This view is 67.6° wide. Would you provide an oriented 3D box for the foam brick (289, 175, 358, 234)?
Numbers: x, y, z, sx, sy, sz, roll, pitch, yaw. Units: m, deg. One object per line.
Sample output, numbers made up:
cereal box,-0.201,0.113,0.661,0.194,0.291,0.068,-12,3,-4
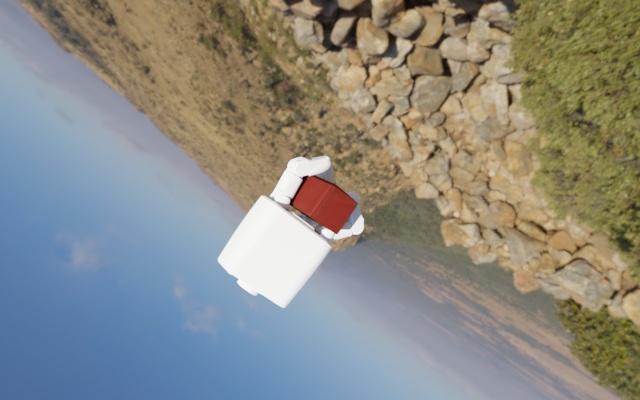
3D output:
foam brick,0.000,0.002,0.634,0.053,0.051,0.078,37,-6,-34
